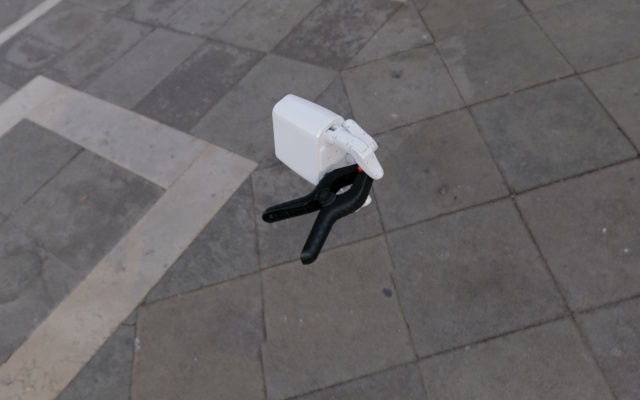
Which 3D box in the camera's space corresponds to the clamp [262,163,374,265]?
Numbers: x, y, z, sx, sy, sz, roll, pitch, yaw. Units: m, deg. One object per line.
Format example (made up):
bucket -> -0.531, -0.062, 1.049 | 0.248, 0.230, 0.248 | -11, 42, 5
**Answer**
clamp -> 0.000, 0.002, 0.674 | 0.120, 0.171, 0.039 | 34, -22, 33
